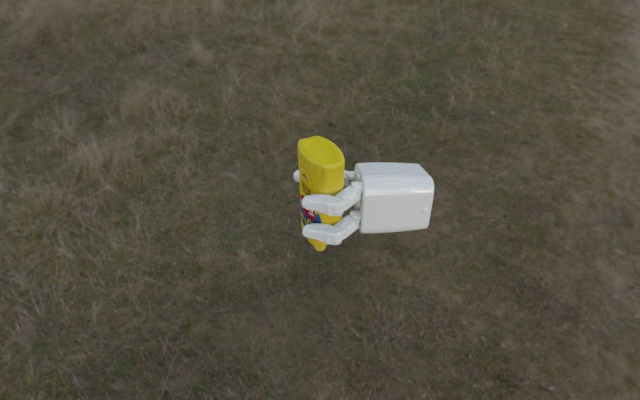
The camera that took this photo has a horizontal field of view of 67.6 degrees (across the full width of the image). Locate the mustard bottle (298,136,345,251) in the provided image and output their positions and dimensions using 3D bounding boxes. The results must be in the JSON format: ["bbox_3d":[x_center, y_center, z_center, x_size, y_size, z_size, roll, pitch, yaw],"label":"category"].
[{"bbox_3d":[0.000,0.002,0.749,0.058,0.192,0.096,-17,40,-22],"label":"mustard bottle"}]
